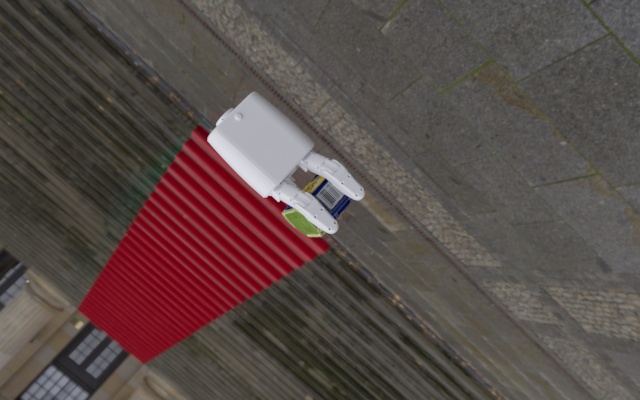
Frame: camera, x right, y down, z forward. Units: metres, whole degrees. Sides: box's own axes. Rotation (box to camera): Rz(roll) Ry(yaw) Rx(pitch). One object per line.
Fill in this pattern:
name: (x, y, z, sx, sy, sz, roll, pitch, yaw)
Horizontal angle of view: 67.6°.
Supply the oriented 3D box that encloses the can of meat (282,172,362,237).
can of meat: (0.000, 0.002, 0.649, 0.057, 0.084, 0.102, 44, -15, -9)
